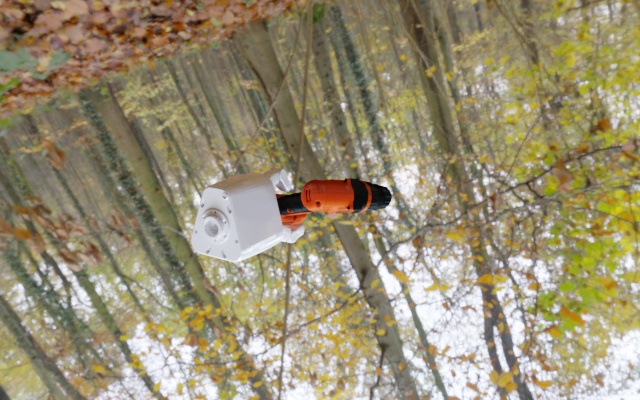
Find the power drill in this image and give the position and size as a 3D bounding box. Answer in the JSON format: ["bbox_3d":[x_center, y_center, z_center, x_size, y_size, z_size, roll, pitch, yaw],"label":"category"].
[{"bbox_3d":[0.000,0.003,0.783,0.184,0.057,0.188,3,-12,-45],"label":"power drill"}]
